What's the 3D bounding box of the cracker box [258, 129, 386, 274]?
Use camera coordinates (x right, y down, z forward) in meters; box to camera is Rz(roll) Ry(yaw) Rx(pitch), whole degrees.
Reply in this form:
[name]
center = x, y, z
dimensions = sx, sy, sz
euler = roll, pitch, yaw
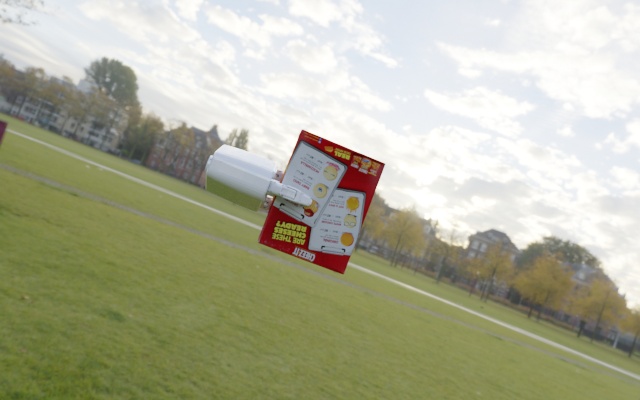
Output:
[cracker box]
center = 0.000, 0.003, 0.864
dimensions = 0.164, 0.213, 0.072
euler = 21, -3, -6
